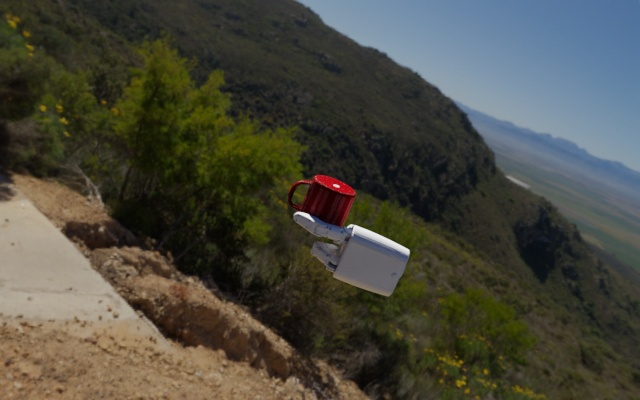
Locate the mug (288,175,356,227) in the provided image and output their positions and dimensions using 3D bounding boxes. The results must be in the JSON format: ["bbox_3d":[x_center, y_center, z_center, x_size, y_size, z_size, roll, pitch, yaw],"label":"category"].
[{"bbox_3d":[-0.001,0.002,0.845,0.117,0.081,0.093,22,16,-3],"label":"mug"}]
